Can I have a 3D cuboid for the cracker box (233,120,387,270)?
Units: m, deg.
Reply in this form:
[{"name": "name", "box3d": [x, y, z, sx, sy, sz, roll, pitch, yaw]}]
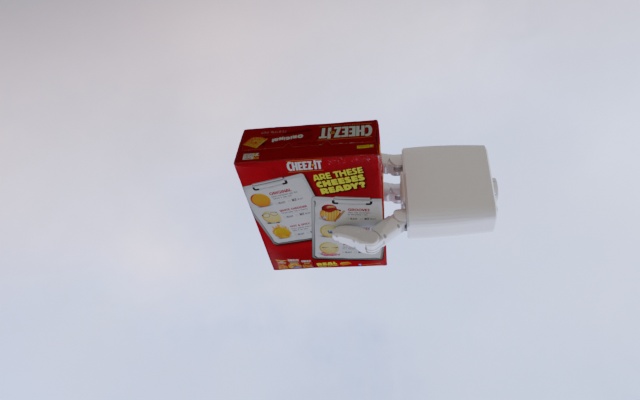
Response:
[{"name": "cracker box", "box3d": [0.000, 0.002, 0.614, 0.164, 0.072, 0.214, -3, -42, 8]}]
